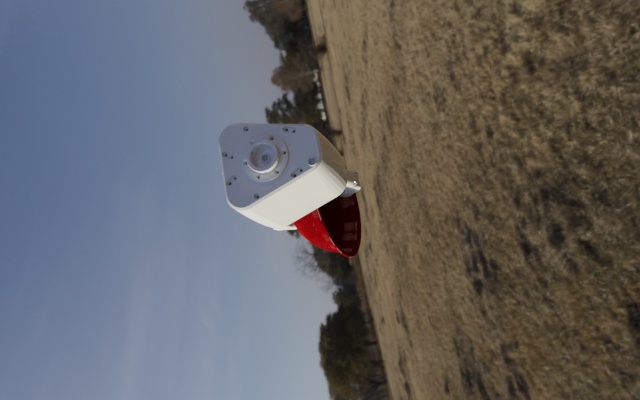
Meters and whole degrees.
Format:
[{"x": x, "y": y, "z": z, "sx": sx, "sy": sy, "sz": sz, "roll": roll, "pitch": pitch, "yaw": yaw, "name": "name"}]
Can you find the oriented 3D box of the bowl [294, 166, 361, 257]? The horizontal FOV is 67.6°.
[{"x": 0.000, "y": 0.003, "z": 0.641, "sx": 0.055, "sy": 0.162, "sz": 0.162, "roll": -16, "pitch": -6, "yaw": 22, "name": "bowl"}]
